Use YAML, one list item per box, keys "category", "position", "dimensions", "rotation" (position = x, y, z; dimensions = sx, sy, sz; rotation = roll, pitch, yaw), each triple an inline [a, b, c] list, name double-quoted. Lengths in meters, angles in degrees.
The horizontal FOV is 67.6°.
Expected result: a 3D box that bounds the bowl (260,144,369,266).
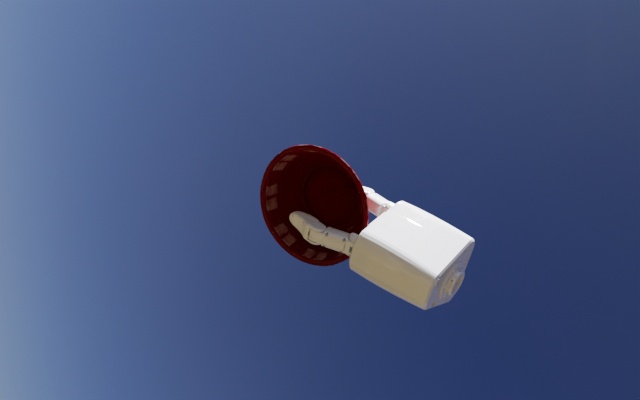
- category: "bowl"
  position: [-0.001, 0.001, 0.633]
  dimensions: [0.162, 0.162, 0.055]
  rotation: [0, 16, 30]
